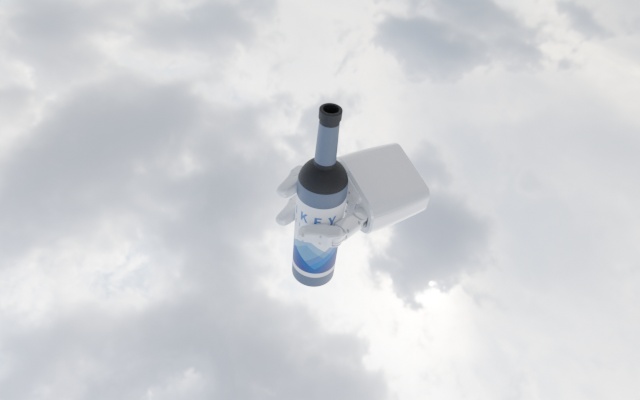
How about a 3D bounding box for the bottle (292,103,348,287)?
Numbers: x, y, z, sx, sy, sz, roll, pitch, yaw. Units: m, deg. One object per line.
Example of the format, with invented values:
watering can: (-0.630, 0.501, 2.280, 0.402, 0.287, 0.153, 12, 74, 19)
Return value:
bottle: (0.000, 0.002, 0.645, 0.069, 0.296, 0.069, 3, 43, -3)
